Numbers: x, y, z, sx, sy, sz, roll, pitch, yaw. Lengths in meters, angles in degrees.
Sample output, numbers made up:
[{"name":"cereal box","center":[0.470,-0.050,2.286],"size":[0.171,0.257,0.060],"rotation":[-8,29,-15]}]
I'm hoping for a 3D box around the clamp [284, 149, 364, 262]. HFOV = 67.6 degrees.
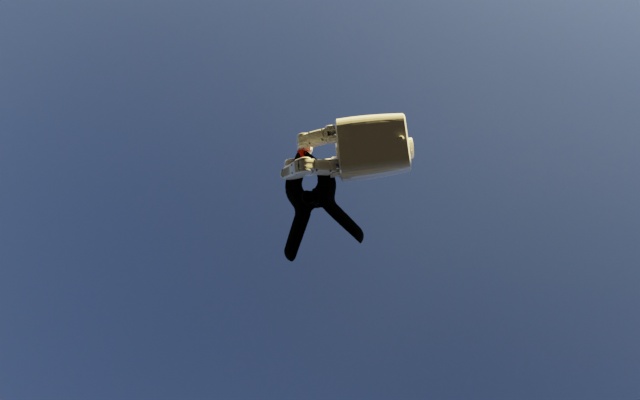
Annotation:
[{"name":"clamp","center":[0.000,0.002,0.724],"size":[0.120,0.171,0.039],"rotation":[-6,-14,5]}]
